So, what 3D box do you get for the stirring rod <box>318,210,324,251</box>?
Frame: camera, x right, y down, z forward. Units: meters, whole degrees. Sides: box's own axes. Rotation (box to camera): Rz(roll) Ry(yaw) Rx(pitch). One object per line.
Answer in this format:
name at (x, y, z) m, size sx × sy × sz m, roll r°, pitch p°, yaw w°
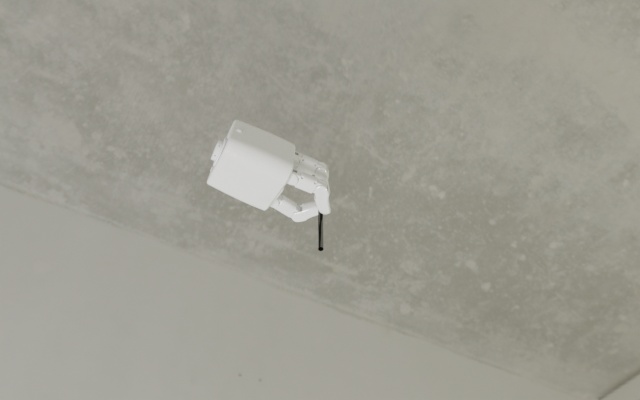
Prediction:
stirring rod at (0.000, 0.003, 0.797) m, size 0.011 × 0.011 × 0.239 m, roll 0°, pitch 35°, yaw 0°
